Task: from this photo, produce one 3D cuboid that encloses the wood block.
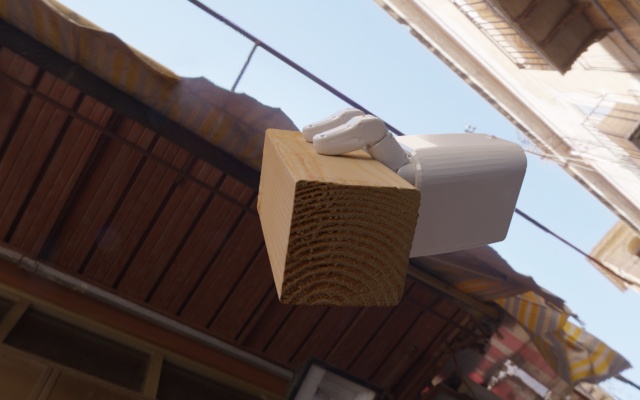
[{"bbox_3d":[0.000,0.002,0.417,0.090,0.091,0.206,4,16,-13],"label":"wood block"}]
